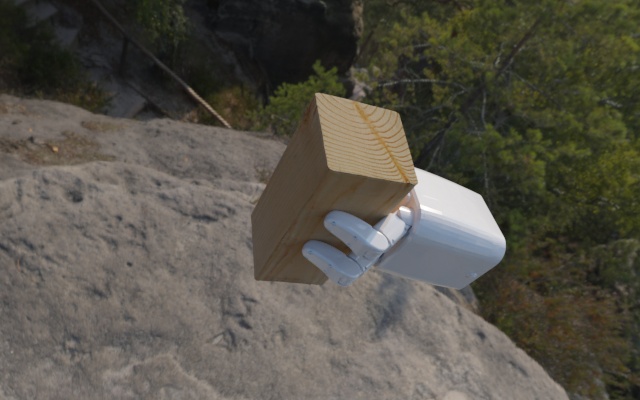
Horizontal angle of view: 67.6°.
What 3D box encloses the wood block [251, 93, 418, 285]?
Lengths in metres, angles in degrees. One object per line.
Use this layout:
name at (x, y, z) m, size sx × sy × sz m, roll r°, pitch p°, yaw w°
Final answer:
wood block at (0.000, 0.001, 0.494) m, size 0.090 × 0.090 × 0.206 m, roll 8°, pitch -37°, yaw -23°
